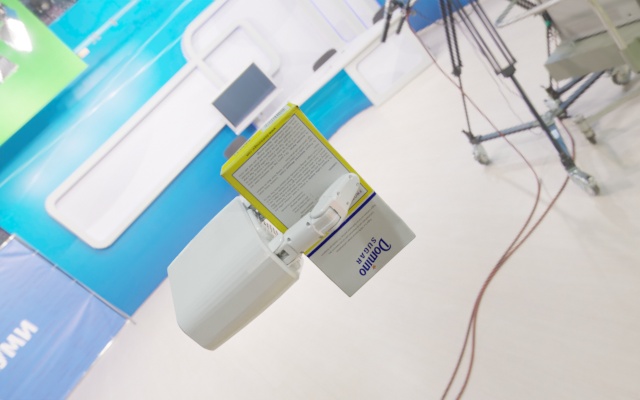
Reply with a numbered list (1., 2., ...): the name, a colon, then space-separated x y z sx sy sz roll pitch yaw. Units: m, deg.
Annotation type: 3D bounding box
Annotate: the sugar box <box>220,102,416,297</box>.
1. sugar box: 0.000 0.001 0.460 0.093 0.176 0.048 -43 19 3
